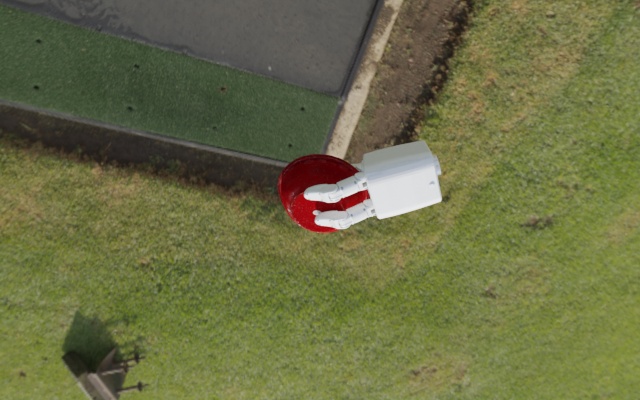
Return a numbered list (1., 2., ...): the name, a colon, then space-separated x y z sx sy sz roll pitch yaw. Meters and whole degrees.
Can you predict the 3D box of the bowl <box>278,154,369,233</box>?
1. bowl: -0.001 0.003 0.812 0.162 0.162 0.055 0 39 12
